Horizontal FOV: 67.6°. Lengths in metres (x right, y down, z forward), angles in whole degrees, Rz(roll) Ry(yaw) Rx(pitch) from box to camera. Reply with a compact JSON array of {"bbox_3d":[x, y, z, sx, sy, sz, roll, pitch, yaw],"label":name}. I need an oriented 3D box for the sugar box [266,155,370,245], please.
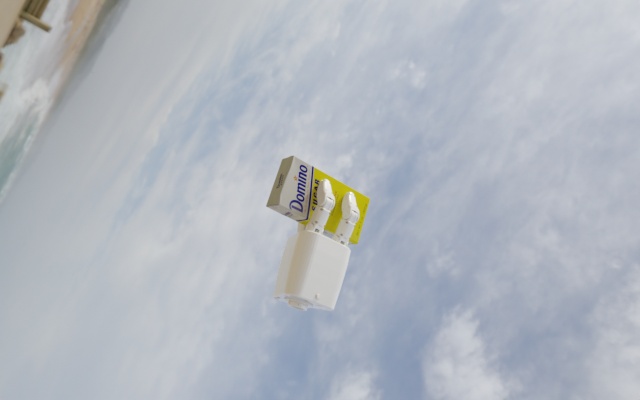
[{"bbox_3d":[0.000,0.003,0.829,0.176,0.093,0.048,28,-21,-31],"label":"sugar box"}]
